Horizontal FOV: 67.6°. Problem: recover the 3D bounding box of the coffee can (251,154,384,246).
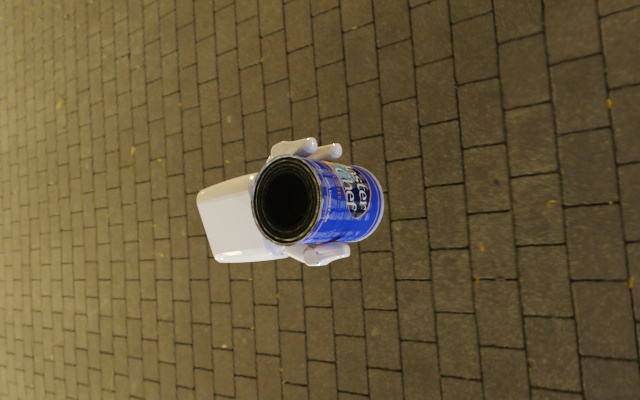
[{"bbox_3d":[0.000,0.002,0.584,0.103,0.103,0.140,0,-2,35],"label":"coffee can"}]
